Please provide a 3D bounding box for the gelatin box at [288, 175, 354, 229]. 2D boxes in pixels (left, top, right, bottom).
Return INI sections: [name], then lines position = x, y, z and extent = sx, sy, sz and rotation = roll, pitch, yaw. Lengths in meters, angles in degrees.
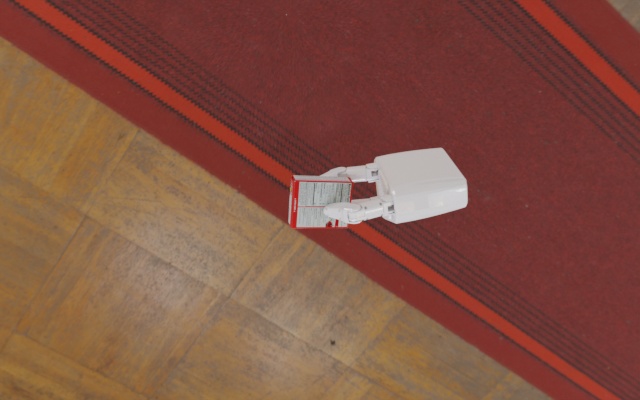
[gelatin box]
position = 0.000, 0.002, 0.692
extent = 0.089, 0.073, 0.030
rotation = 0, 20, -13
